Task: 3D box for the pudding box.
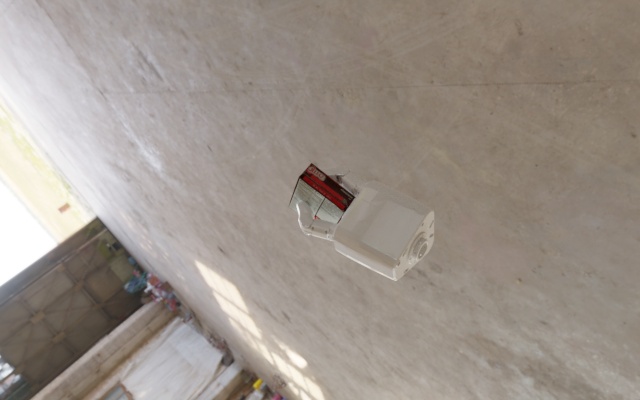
[{"bbox_3d":[0.000,0.003,0.760,0.090,0.039,0.113,39,-29,6],"label":"pudding box"}]
